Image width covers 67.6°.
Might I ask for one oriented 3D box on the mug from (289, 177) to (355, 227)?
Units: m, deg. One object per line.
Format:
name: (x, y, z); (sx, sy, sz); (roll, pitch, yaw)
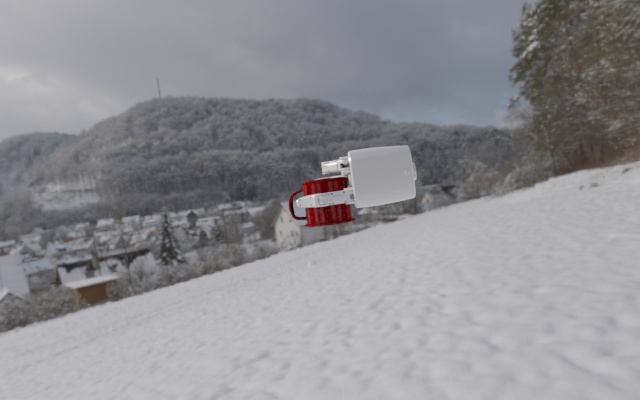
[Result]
mug: (-0.001, 0.003, 0.868); (0.117, 0.081, 0.093); (-8, 1, 2)
